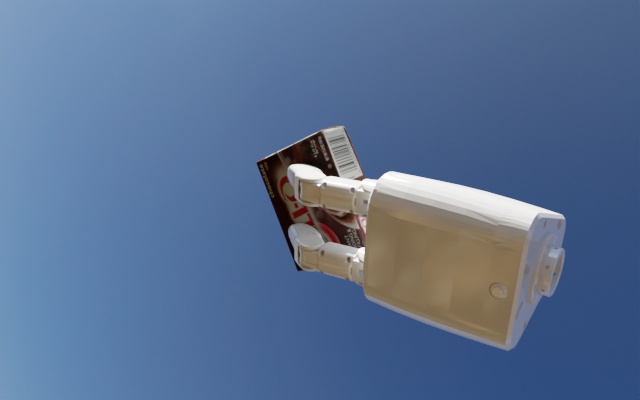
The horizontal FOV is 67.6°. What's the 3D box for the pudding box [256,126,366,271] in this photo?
[{"bbox_3d":[0.000,0.001,0.425,0.090,0.113,0.039,-19,1,42],"label":"pudding box"}]
